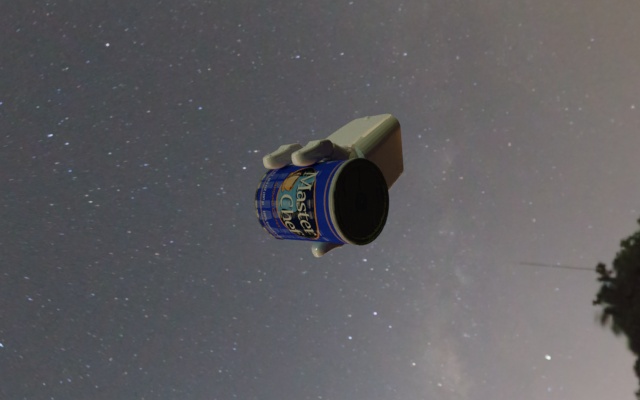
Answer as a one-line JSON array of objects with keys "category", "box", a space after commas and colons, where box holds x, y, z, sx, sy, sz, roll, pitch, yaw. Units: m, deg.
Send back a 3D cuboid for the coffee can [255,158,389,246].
[{"category": "coffee can", "box": [0.000, 0.002, 0.603, 0.140, 0.103, 0.103, -1, -1, 45]}]
